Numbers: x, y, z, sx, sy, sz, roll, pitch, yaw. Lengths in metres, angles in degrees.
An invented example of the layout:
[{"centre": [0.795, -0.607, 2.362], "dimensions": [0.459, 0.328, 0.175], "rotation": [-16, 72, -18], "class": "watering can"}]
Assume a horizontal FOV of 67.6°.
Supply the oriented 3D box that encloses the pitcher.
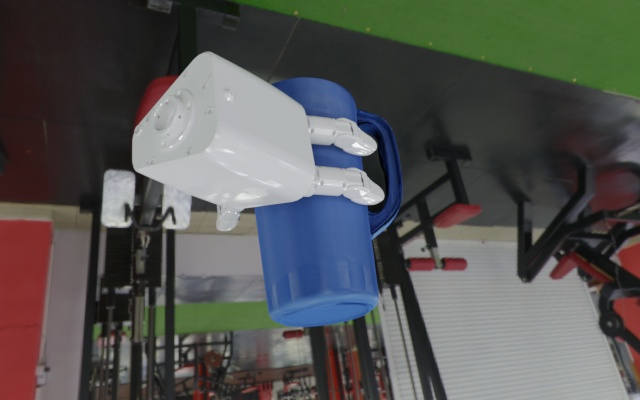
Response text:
[{"centre": [0.000, 0.002, 0.509], "dimensions": [0.149, 0.242, 0.145], "rotation": [-24, -29, 31], "class": "pitcher"}]
